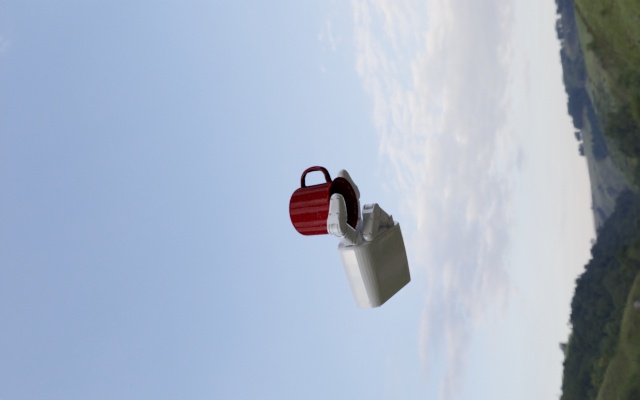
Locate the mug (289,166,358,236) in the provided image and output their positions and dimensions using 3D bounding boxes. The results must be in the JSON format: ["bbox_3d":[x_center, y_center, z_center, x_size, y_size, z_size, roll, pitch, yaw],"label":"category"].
[{"bbox_3d":[0.000,0.001,0.761,0.081,0.117,0.093,-8,14,32],"label":"mug"}]
